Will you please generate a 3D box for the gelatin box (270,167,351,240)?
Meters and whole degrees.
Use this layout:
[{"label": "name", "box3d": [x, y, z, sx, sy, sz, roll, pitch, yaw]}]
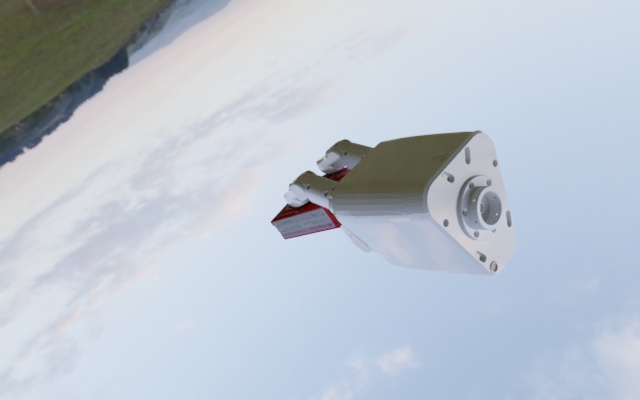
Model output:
[{"label": "gelatin box", "box3d": [0.000, 0.002, 0.499, 0.089, 0.030, 0.073, -17, 26, 47]}]
